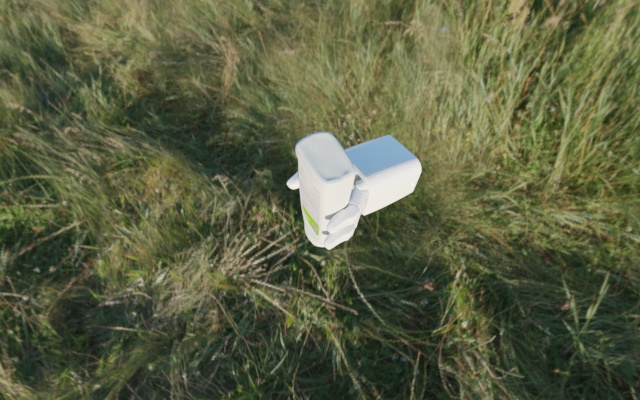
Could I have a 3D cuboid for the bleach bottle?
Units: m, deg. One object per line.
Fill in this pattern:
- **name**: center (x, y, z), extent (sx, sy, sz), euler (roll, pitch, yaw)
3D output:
- **bleach bottle**: center (0.000, 0.003, 0.805), extent (0.068, 0.102, 0.251), euler (-23, -27, -18)
